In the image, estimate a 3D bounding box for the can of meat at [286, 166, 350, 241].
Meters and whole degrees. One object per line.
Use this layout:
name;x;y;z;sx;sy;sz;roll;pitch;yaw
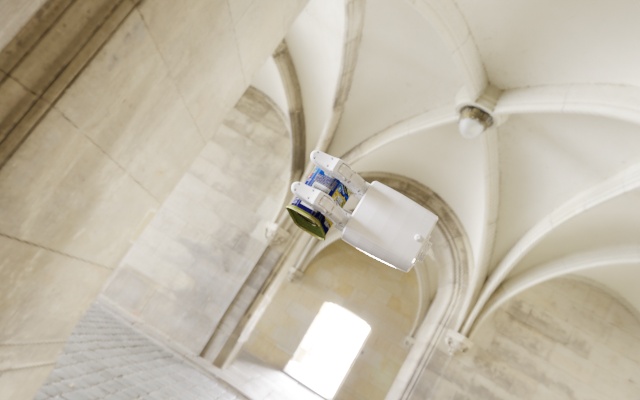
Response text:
can of meat;0.000;0.002;0.718;0.057;0.084;0.102;29;-15;17
